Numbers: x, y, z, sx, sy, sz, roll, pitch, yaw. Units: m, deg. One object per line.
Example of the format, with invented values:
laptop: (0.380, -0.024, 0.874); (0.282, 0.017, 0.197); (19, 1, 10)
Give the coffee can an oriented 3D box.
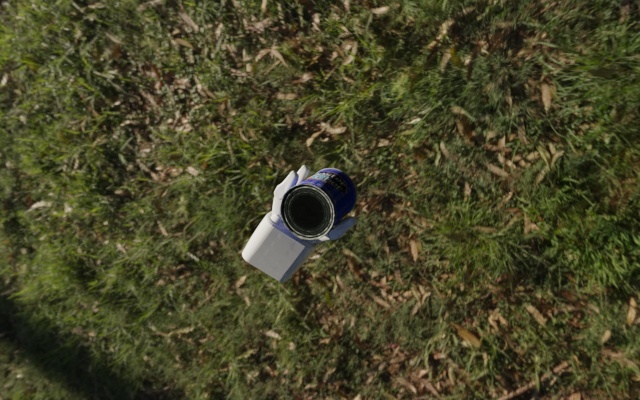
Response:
coffee can: (0.000, 0.003, 0.889); (0.103, 0.103, 0.140); (0, 15, 21)
